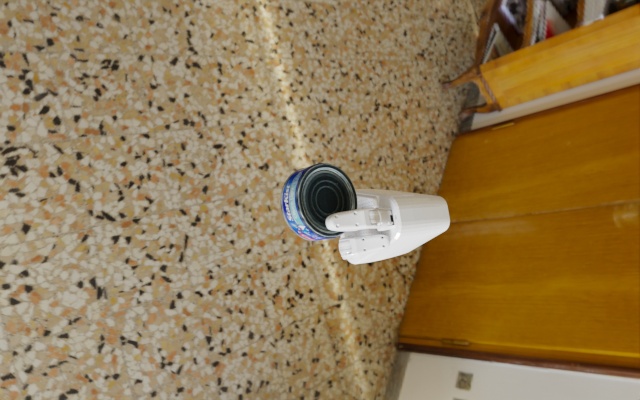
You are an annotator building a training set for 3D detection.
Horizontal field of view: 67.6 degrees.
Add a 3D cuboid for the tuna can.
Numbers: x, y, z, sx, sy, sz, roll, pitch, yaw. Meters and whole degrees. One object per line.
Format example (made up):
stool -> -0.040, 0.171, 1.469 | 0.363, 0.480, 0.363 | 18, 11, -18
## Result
tuna can -> 0.000, 0.002, 0.537 | 0.086, 0.086, 0.034 | 0, -8, -36
